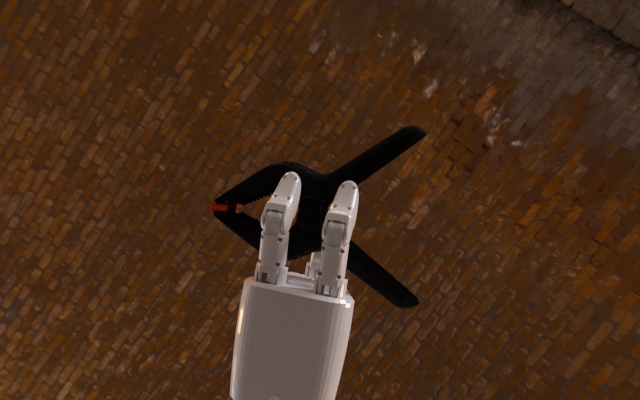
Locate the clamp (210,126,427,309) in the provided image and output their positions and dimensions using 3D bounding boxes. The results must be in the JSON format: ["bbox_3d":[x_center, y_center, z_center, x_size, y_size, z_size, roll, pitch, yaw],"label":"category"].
[{"bbox_3d":[0.000,0.002,0.453,0.210,0.164,0.036,9,-2,13],"label":"clamp"}]
